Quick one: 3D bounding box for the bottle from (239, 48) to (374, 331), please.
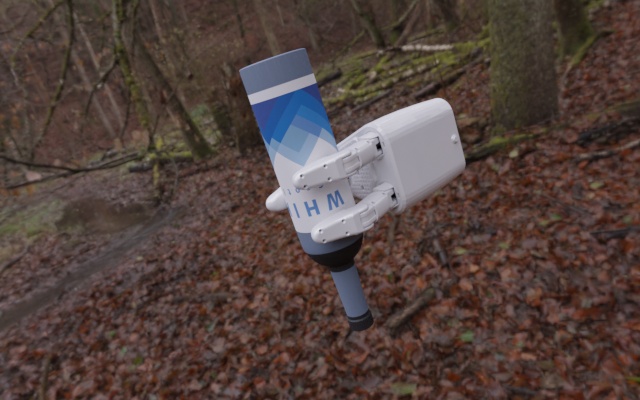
[{"bbox_3d":[0.000,0.001,0.488,0.069,0.296,0.069,-17,15,5],"label":"bottle"}]
